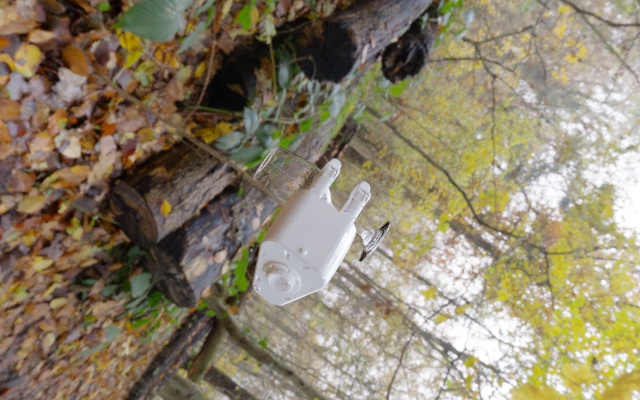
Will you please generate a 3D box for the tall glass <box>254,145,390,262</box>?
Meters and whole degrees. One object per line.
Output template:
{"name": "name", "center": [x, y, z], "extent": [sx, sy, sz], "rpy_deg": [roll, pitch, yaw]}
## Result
{"name": "tall glass", "center": [0.001, 0.003, 0.703], "extent": [0.201, 0.079, 0.079], "rpy_deg": [36, -2, -2]}
